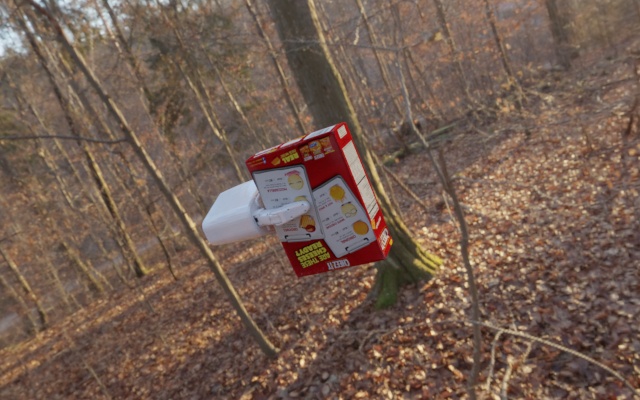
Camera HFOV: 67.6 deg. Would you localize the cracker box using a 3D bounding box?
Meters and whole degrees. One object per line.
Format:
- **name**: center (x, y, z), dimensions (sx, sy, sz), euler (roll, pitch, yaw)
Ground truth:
- **cracker box**: center (0.000, 0.002, 0.758), dimensions (0.164, 0.214, 0.072), euler (-16, 16, 28)
